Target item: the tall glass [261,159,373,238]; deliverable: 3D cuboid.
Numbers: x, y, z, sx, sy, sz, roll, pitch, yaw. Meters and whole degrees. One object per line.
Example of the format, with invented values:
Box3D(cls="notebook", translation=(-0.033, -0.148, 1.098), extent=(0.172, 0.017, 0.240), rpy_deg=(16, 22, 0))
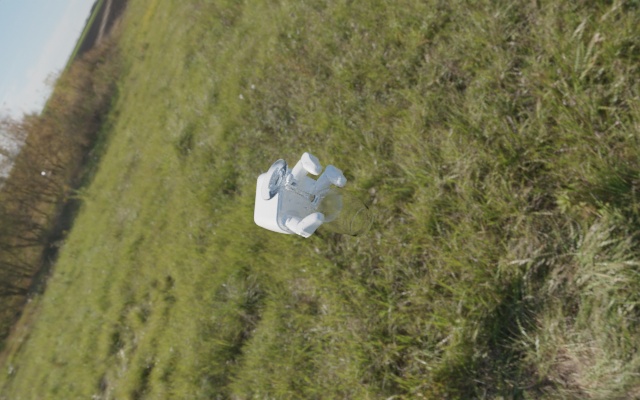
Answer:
Box3D(cls="tall glass", translation=(0.000, 0.003, 0.834), extent=(0.201, 0.079, 0.079), rpy_deg=(26, -14, -30))
